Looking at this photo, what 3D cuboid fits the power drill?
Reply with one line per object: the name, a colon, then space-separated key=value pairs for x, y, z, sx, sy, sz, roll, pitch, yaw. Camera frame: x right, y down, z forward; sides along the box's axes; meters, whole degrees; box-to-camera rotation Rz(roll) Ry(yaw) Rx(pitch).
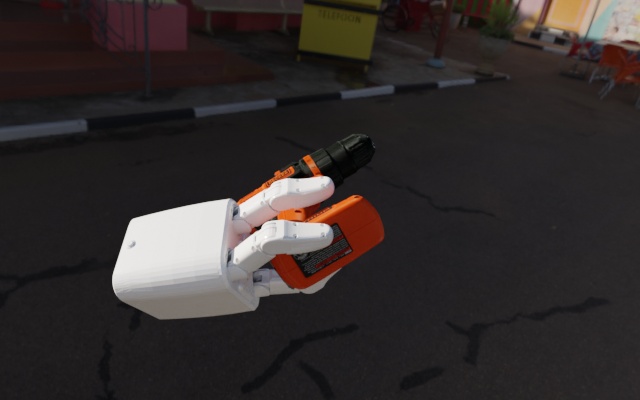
power drill: x=0.000 y=0.002 z=0.507 sx=0.184 sy=0.057 sz=0.187 roll=-33 pitch=23 yaw=0
